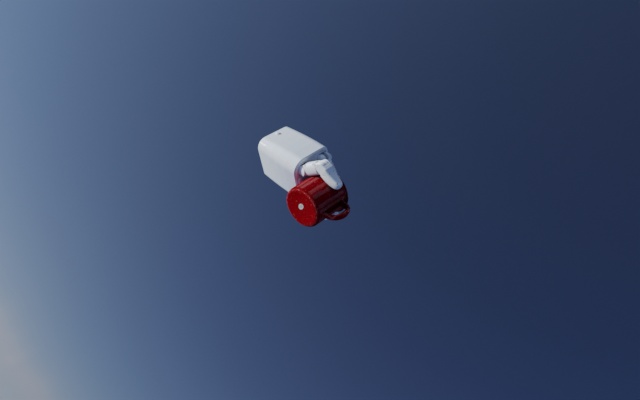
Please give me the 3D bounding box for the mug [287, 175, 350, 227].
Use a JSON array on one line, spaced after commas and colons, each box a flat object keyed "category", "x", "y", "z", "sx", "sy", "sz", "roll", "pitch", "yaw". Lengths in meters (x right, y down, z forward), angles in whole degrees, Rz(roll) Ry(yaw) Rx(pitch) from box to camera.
[{"category": "mug", "x": 0.001, "y": 0.004, "z": 0.889, "sx": 0.117, "sy": 0.093, "sz": 0.081, "roll": 32, "pitch": 46, "yaw": 27}]
